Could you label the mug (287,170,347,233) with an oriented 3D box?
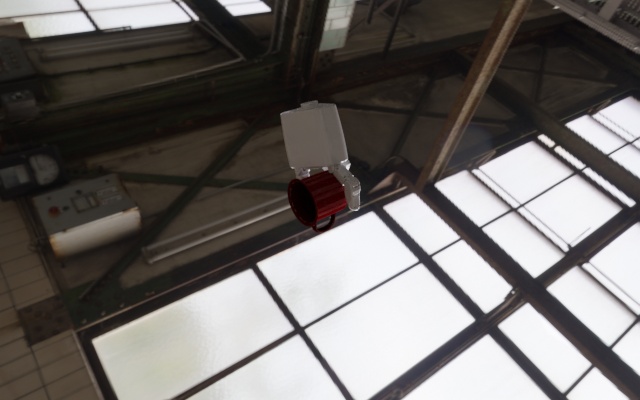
[{"bbox_3d":[0.001,0.004,0.892,0.081,0.117,0.093,-23,20,-32],"label":"mug"}]
